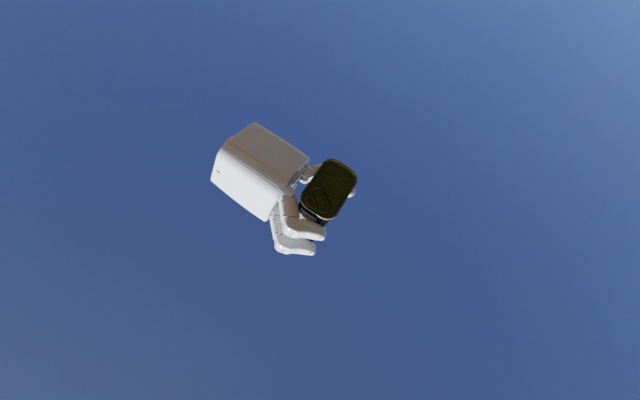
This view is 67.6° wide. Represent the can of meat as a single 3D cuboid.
[{"bbox_3d":[0.000,0.002,0.703,0.057,0.102,0.084,33,-36,0],"label":"can of meat"}]
